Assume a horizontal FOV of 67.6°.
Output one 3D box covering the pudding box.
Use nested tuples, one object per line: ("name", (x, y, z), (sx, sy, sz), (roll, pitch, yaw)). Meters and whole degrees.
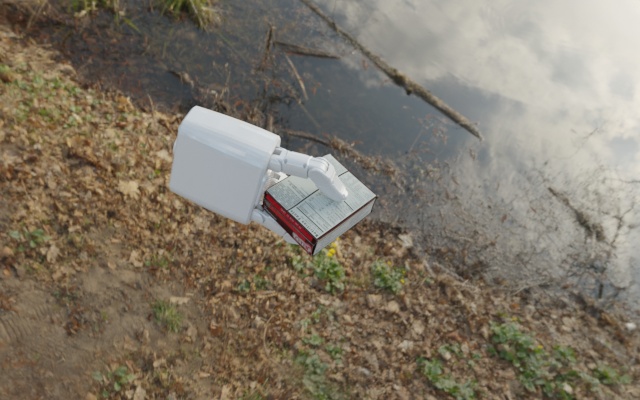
("pudding box", (0.000, 0.002, 0.574), (0.113, 0.090, 0.039), (-34, -22, -32))
